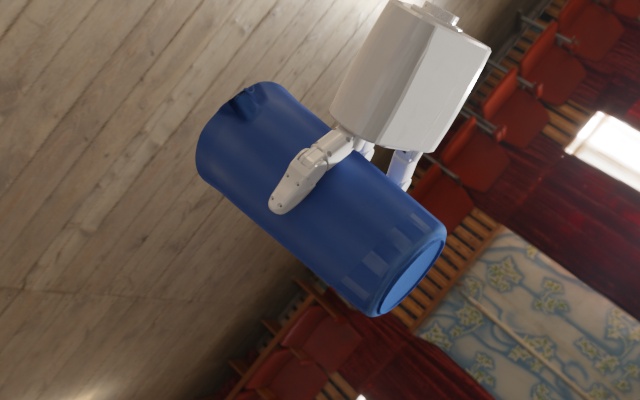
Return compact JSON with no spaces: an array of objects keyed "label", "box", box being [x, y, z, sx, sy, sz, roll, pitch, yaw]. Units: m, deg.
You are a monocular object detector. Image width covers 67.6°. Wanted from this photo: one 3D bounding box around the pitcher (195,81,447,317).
[{"label":"pitcher","box":[0.000,0.001,0.484,0.242,0.145,0.149,41,27,24]}]
